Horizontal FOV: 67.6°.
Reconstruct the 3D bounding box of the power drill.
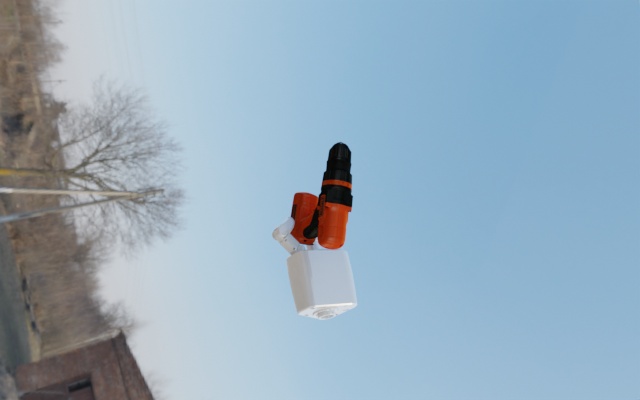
[{"bbox_3d":[0.000,0.003,0.865,0.057,0.184,0.188,13,-16,-18],"label":"power drill"}]
